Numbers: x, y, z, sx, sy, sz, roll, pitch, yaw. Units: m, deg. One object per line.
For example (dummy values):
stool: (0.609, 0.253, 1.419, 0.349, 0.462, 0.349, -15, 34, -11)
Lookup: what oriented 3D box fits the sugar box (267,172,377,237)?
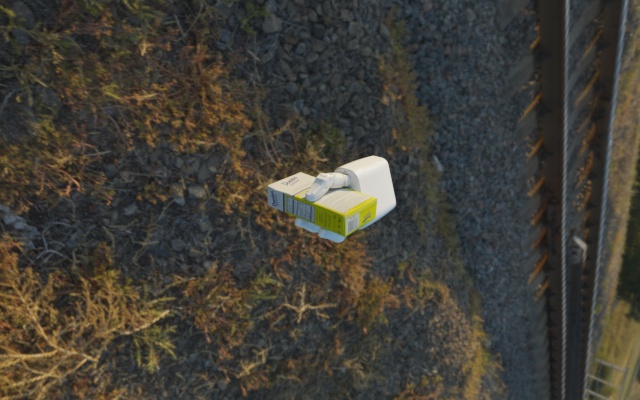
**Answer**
sugar box: (0.000, 0.003, 0.834, 0.176, 0.048, 0.093, 19, 30, 37)
